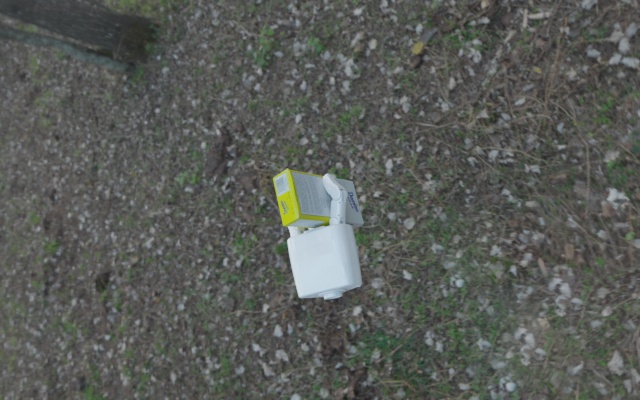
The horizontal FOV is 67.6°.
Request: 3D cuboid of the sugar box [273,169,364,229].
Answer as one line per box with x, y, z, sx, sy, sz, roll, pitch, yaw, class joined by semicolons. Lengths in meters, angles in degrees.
0.000;0.003;0.859;0.048;0.093;0.176;-27;-24;35;sugar box
